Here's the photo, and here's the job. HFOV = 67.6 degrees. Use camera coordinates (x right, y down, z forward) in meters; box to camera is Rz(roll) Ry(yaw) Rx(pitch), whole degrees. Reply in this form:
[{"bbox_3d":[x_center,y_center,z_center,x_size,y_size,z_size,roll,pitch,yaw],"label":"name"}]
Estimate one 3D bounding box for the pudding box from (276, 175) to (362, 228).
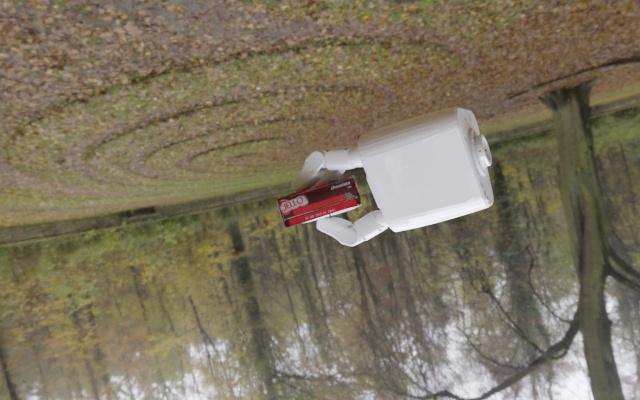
[{"bbox_3d":[0.000,0.002,0.570,0.090,0.039,0.113,-16,-3,2],"label":"pudding box"}]
